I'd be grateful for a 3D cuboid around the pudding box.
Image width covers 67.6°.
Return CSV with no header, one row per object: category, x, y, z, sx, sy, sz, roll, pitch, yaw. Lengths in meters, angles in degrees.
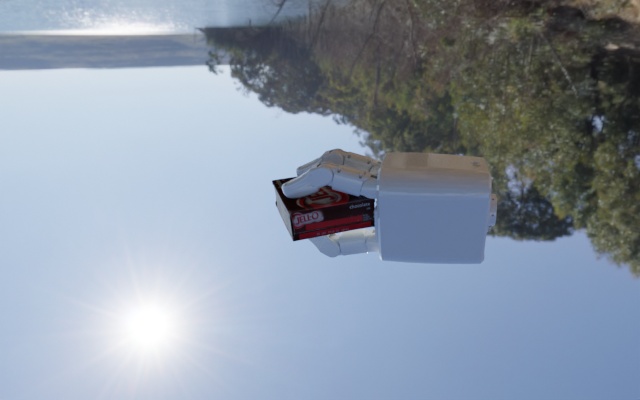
pudding box,0.000,0.002,0.527,0.090,0.039,0.113,-9,19,-13
